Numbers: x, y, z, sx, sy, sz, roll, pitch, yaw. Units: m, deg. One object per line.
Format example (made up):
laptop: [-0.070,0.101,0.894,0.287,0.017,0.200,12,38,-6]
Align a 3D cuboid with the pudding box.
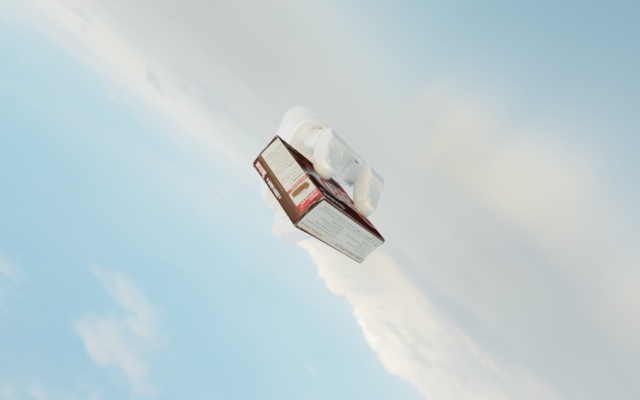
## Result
pudding box: [0.000,0.002,0.433,0.113,0.039,0.090,32,15,-49]
